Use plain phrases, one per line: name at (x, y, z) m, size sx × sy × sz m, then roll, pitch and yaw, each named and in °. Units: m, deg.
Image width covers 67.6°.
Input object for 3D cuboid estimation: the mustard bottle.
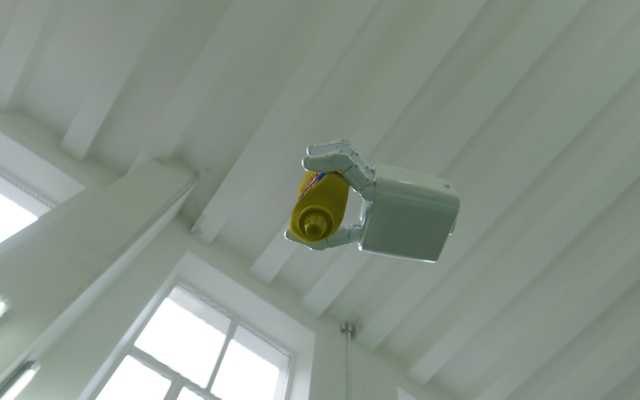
mustard bottle at (0.000, 0.002, 0.610) m, size 0.058 × 0.096 × 0.191 m, roll 35°, pitch 19°, yaw -9°
